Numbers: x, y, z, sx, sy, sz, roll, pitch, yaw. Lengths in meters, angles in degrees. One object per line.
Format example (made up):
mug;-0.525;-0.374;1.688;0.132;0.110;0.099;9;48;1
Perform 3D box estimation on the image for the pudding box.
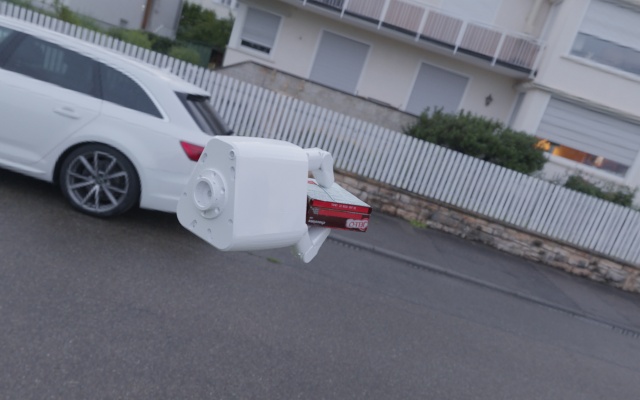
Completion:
pudding box;0.000;0.002;0.610;0.090;0.039;0.113;10;16;-28
